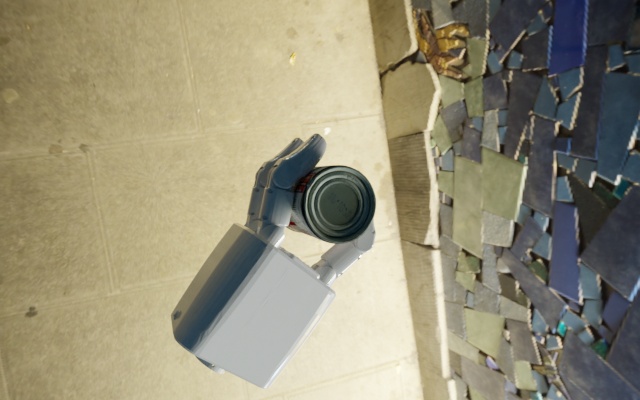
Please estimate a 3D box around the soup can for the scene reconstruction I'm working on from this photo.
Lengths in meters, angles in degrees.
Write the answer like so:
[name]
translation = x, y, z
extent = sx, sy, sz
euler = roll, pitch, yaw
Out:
[soup can]
translation = 0.001, 0.001, 0.441
extent = 0.068, 0.068, 0.102
euler = 0, 2, -19
